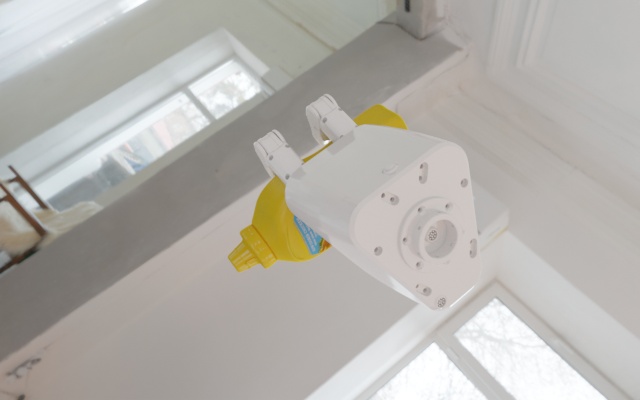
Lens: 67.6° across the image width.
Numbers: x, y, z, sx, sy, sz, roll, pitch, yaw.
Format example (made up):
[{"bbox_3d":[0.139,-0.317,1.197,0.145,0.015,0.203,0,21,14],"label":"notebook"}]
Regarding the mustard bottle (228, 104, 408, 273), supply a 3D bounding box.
[{"bbox_3d":[0.000,0.001,0.434,0.191,0.096,0.058,-36,49,-12],"label":"mustard bottle"}]
